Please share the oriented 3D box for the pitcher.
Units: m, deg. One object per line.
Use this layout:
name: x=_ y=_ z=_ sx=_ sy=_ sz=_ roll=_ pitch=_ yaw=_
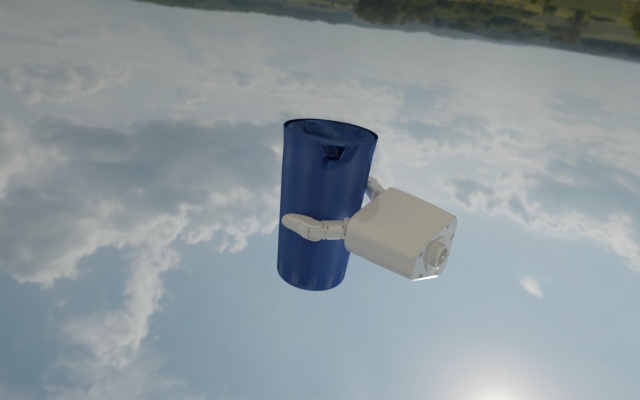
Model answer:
pitcher: x=0.000 y=0.002 z=0.716 sx=0.145 sy=0.243 sz=0.149 roll=25 pitch=27 yaw=35
